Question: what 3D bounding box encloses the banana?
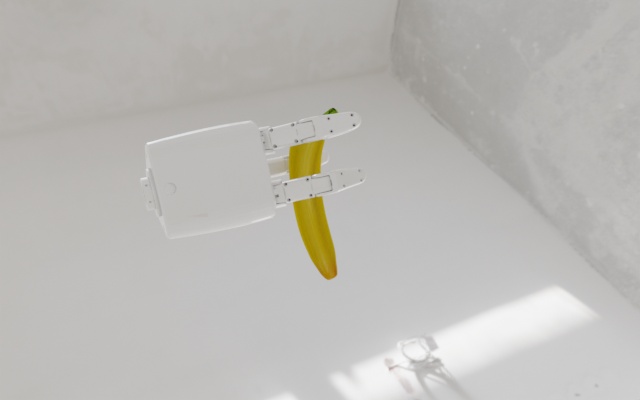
[{"bbox_3d":[-0.009,-0.007,0.535,0.037,0.198,0.069,-13,24,-25],"label":"banana"}]
